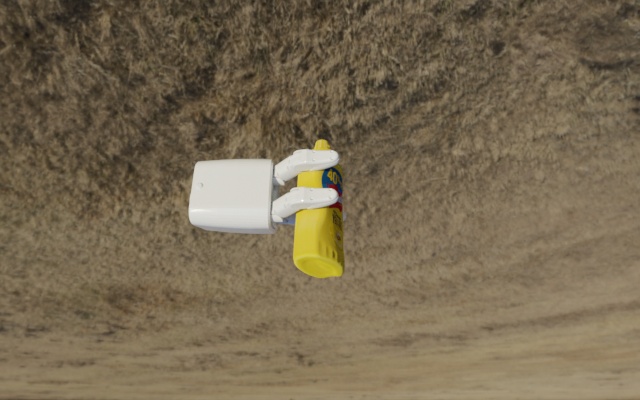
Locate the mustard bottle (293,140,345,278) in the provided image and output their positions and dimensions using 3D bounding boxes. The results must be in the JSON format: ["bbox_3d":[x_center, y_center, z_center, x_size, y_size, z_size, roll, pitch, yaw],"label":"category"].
[{"bbox_3d":[0.000,0.002,0.651,0.058,0.191,0.096,-10,-28,22],"label":"mustard bottle"}]
